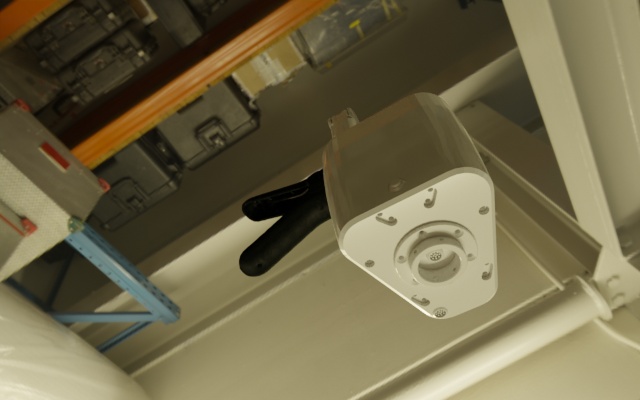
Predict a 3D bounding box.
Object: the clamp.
[{"bbox_3d":[0.000,0.002,0.407,0.171,0.039,0.120,-27,30,14],"label":"clamp"}]
